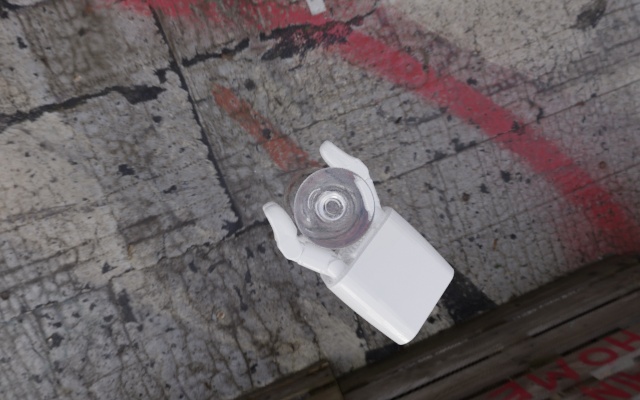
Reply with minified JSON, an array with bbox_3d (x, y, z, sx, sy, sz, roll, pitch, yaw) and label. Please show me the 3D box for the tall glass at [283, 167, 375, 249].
[{"bbox_3d":[0.000,0.002,0.525,0.079,0.079,0.201,0,3,-8],"label":"tall glass"}]
